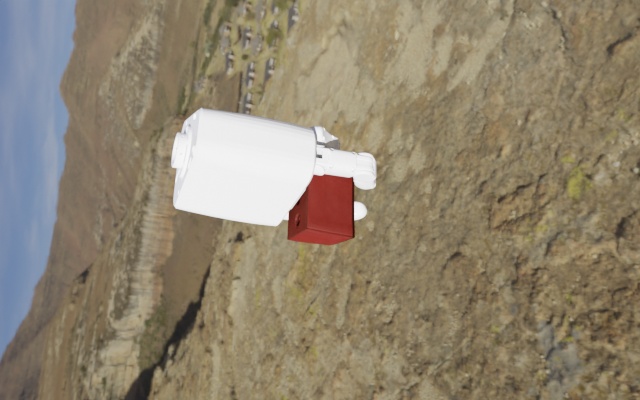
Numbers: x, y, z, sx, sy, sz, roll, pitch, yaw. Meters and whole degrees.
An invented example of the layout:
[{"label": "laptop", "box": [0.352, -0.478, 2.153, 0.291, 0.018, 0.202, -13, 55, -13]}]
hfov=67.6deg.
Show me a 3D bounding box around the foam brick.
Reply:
[{"label": "foam brick", "box": [0.000, 0.002, 0.476, 0.051, 0.078, 0.053, 9, -19, -24]}]
